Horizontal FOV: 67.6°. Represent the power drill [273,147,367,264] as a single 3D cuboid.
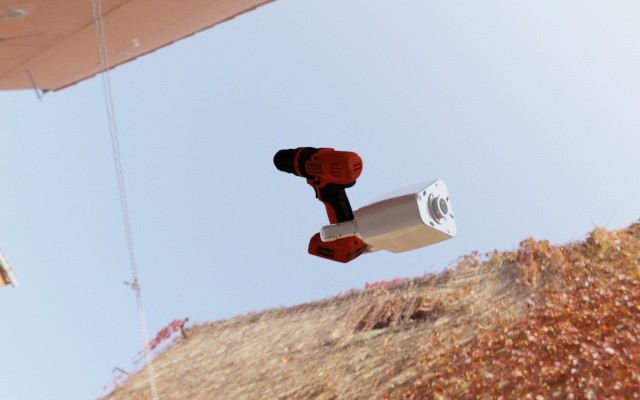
[{"bbox_3d":[0.000,0.003,0.789,0.057,0.188,0.184,-28,26,-38],"label":"power drill"}]
